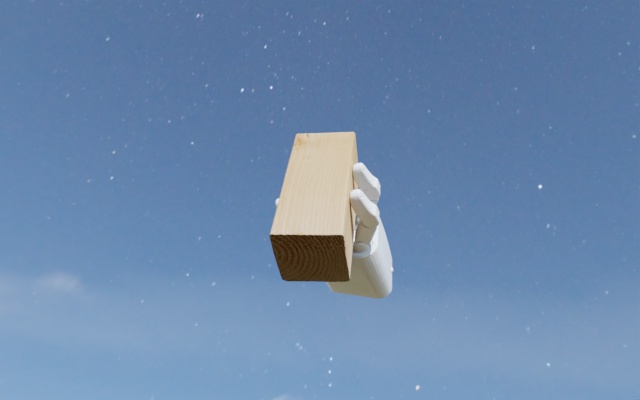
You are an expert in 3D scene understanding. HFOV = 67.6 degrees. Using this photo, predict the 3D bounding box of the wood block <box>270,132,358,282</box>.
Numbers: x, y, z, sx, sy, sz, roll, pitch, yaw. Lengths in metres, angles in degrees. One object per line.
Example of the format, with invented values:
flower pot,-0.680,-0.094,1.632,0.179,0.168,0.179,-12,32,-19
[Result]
wood block,0.000,0.002,0.654,0.091,0.090,0.206,-1,42,10
